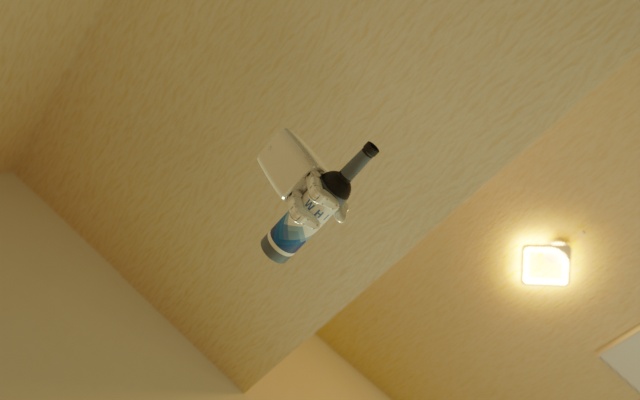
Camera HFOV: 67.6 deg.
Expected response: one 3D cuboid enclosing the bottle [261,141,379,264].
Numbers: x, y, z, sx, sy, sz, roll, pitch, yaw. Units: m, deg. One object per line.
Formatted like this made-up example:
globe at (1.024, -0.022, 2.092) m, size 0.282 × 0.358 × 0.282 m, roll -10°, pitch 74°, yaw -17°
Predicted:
bottle at (0.000, 0.003, 0.891) m, size 0.296 × 0.069 × 0.069 m, roll -46°, pitch -23°, yaw 24°
